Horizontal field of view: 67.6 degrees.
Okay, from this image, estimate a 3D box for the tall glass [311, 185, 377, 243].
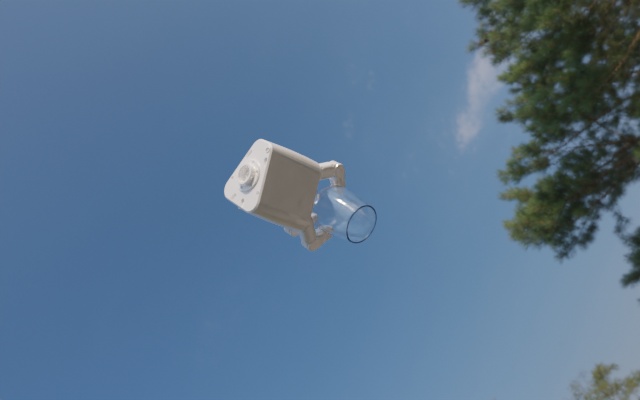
[{"bbox_3d":[0.000,0.002,0.784,0.079,0.079,0.201,0,20,-42],"label":"tall glass"}]
